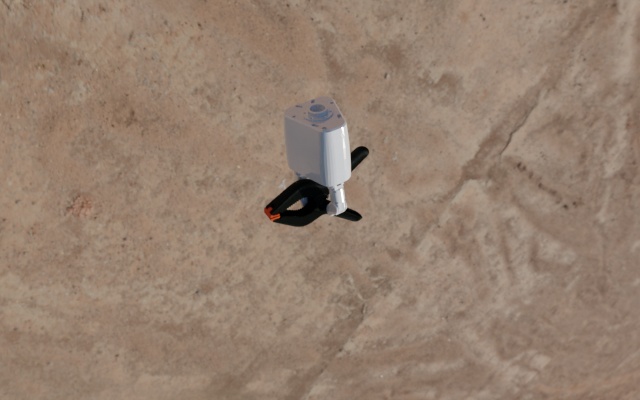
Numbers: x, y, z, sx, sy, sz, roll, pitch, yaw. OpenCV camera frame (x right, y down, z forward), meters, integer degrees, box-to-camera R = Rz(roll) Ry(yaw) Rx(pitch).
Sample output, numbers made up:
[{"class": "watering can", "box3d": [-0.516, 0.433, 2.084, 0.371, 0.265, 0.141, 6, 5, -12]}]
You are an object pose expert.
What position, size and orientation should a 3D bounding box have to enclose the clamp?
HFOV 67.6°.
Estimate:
[{"class": "clamp", "box3d": [0.000, 0.003, 0.868, 0.210, 0.165, 0.036, -23, 42, -20]}]
